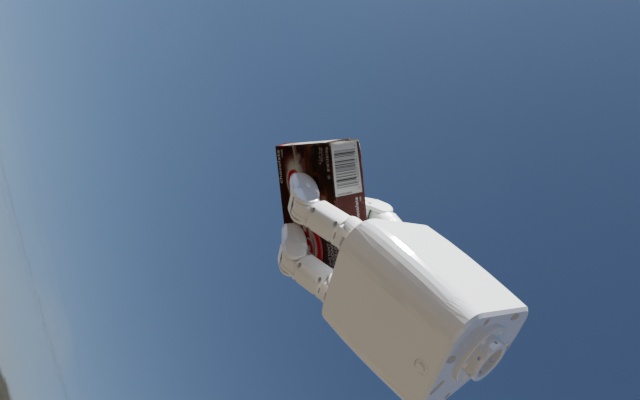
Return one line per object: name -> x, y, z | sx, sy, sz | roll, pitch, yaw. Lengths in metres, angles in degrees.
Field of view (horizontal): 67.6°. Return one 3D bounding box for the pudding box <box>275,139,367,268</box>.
pudding box -> 0.000, 0.001, 0.442 | 0.039, 0.113, 0.090 | -9, 8, -36
